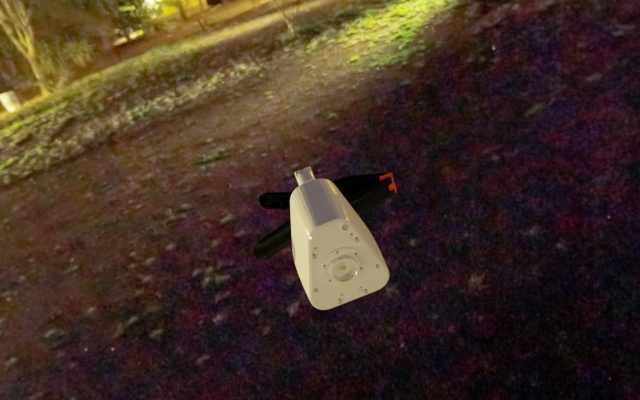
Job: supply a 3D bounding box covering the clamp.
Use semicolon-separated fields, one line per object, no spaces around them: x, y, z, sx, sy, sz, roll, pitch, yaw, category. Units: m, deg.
0.000;0.001;0.676;0.210;0.036;0.164;-21;27;-2;clamp
